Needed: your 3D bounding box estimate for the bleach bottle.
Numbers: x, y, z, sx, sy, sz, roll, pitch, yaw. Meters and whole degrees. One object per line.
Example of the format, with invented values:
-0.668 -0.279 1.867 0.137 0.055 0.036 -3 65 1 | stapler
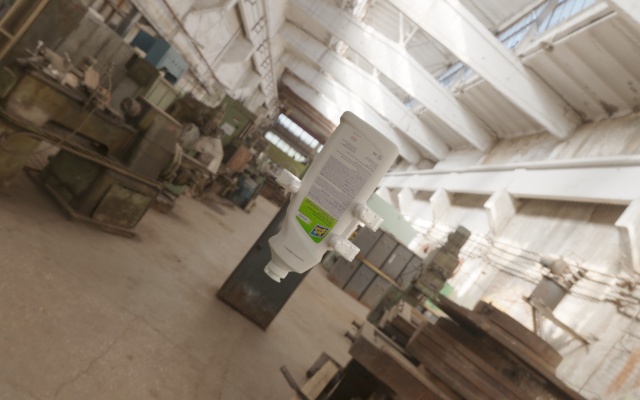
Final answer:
0.000 0.002 0.678 0.102 0.251 0.068 37 0 6 | bleach bottle
